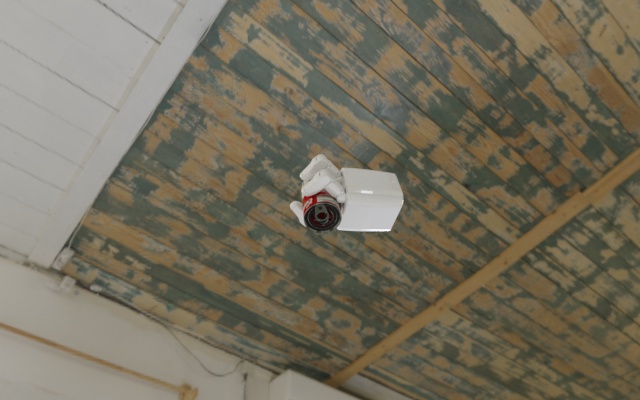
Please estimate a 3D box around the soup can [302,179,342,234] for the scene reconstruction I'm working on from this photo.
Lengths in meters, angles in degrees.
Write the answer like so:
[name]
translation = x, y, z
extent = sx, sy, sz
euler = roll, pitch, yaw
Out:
[soup can]
translation = 0.000, 0.003, 0.881
extent = 0.068, 0.069, 0.102
euler = 0, 36, -5
